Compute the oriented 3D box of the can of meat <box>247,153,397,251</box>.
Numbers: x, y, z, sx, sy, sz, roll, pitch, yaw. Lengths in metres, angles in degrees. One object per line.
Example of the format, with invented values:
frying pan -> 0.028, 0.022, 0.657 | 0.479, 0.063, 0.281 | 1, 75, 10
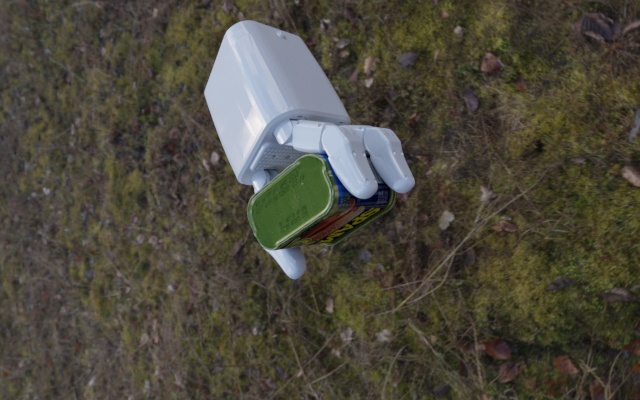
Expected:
can of meat -> 0.000, 0.001, 0.408 | 0.102, 0.057, 0.084 | -36, -21, 35
